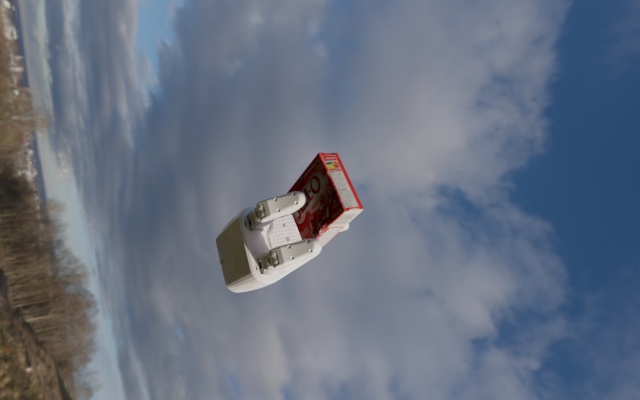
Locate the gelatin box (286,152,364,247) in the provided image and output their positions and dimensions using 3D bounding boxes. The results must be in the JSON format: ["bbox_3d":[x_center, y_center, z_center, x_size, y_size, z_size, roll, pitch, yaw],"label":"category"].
[{"bbox_3d":[0.001,0.002,0.527,0.030,0.073,0.089,-5,-28,-37],"label":"gelatin box"}]
